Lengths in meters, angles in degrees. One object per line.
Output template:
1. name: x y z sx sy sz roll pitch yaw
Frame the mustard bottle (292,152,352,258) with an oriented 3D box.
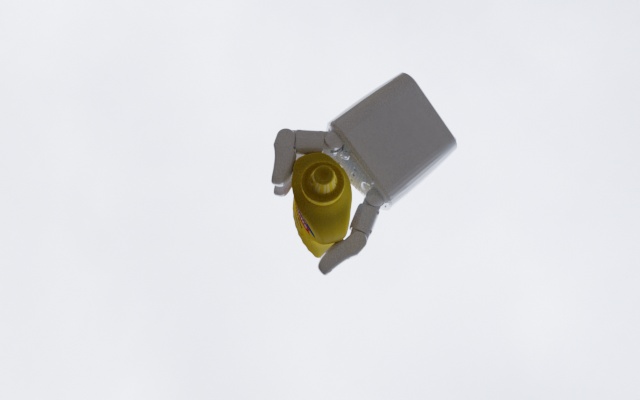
1. mustard bottle: 0.000 0.002 0.513 0.058 0.096 0.192 -13 -14 -6
